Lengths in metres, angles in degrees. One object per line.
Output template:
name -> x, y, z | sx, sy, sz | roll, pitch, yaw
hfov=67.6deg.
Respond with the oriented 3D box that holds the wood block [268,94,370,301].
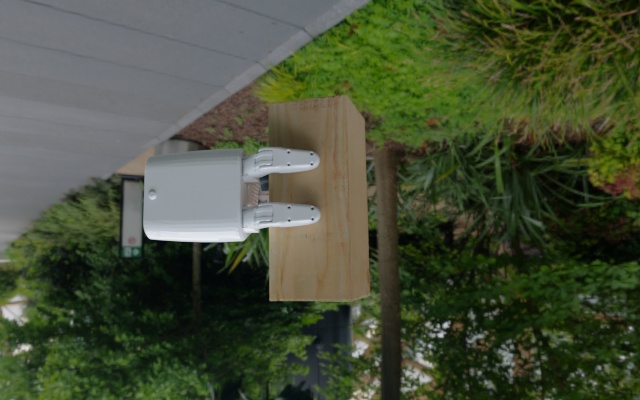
wood block -> 0.000, 0.002, 0.522 | 0.090, 0.206, 0.091 | -3, -8, 16
